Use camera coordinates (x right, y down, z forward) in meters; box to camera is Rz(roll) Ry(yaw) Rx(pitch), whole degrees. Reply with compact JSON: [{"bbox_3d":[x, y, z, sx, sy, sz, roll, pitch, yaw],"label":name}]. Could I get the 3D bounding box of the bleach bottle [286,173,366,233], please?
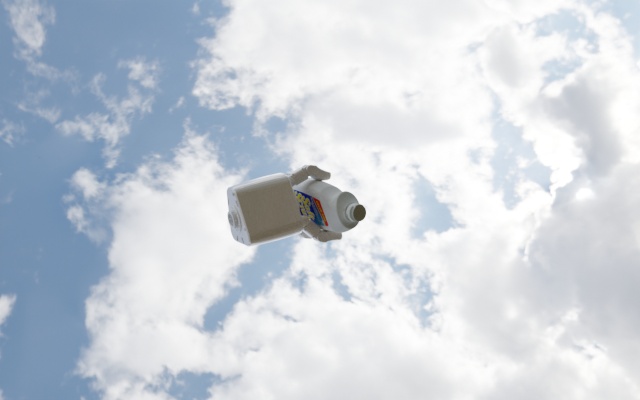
[{"bbox_3d":[0.000,0.003,0.899,0.068,0.102,0.251,-17,13,-28],"label":"bleach bottle"}]
